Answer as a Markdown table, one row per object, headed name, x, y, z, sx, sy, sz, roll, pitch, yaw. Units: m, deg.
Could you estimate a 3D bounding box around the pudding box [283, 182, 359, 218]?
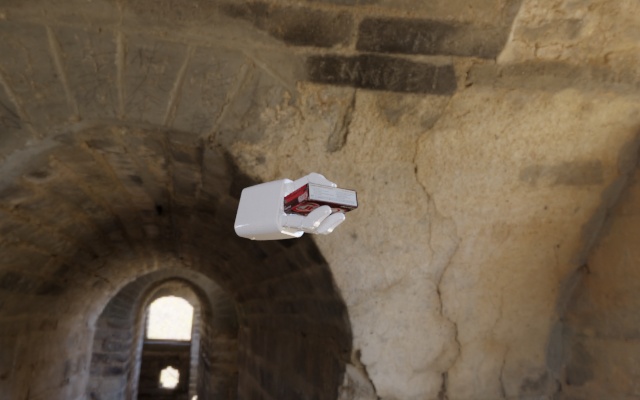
| name | x | y | z | sx | sy | sz | roll | pitch | yaw |
| --- | --- | --- | --- | --- | --- | --- | --- | --- | --- |
| pudding box | 0.000 | 0.003 | 0.894 | 0.113 | 0.039 | 0.090 | 6 | -19 | -33 |
